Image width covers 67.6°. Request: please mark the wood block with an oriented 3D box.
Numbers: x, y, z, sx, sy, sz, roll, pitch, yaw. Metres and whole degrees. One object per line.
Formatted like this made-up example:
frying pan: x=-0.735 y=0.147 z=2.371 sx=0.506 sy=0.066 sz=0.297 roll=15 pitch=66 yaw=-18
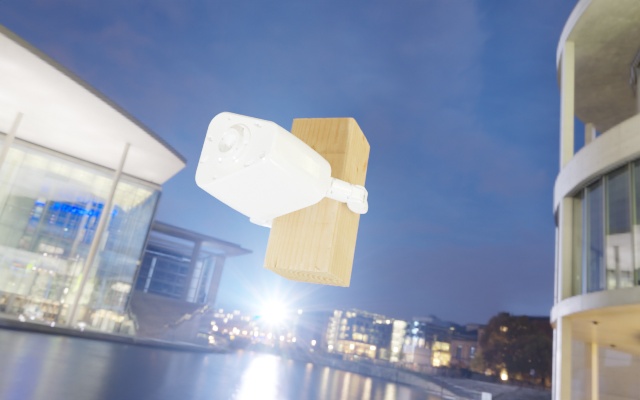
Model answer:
wood block: x=0.000 y=0.002 z=0.639 sx=0.091 sy=0.206 sz=0.090 roll=3 pitch=-19 yaw=22
